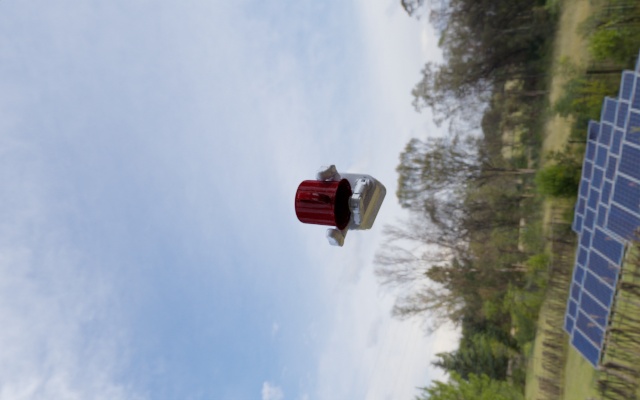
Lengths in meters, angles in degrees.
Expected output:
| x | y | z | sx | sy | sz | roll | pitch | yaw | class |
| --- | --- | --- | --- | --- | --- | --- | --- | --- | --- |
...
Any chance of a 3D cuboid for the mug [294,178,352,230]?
| x | y | z | sx | sy | sz | roll | pitch | yaw | class |
| --- | --- | --- | --- | --- | --- | --- | --- | --- | --- |
| -0.001 | 0.003 | 0.853 | 0.081 | 0.093 | 0.117 | 4 | -6 | 23 | mug |
